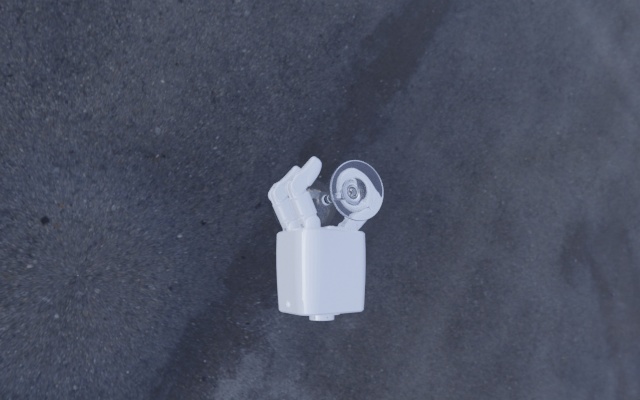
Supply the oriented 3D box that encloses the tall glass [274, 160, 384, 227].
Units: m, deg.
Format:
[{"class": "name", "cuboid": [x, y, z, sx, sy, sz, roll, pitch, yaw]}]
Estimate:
[{"class": "tall glass", "cuboid": [0.000, 0.002, 0.659, 0.079, 0.079, 0.201, 0, -8, -27]}]
